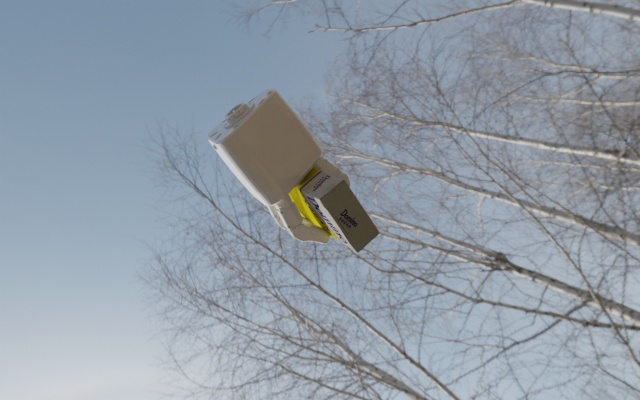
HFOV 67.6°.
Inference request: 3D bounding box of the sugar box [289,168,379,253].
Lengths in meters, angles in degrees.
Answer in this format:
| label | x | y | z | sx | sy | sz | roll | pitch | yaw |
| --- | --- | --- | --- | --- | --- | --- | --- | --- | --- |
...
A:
| label | x | y | z | sx | sy | sz | roll | pitch | yaw |
| --- | --- | --- | --- | --- | --- | --- | --- | --- | --- |
| sugar box | 0.000 | 0.002 | 0.651 | 0.048 | 0.093 | 0.176 | -40 | 25 | -9 |
